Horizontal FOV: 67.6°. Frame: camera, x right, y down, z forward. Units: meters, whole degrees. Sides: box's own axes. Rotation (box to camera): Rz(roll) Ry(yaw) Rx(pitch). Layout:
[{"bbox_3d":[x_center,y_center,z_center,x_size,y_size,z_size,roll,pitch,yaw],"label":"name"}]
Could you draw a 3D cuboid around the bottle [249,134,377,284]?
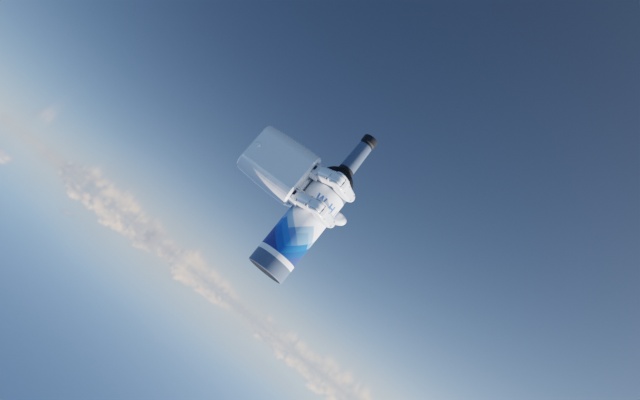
[{"bbox_3d":[0.000,0.003,0.799,0.069,0.295,0.069,36,-16,12],"label":"bottle"}]
